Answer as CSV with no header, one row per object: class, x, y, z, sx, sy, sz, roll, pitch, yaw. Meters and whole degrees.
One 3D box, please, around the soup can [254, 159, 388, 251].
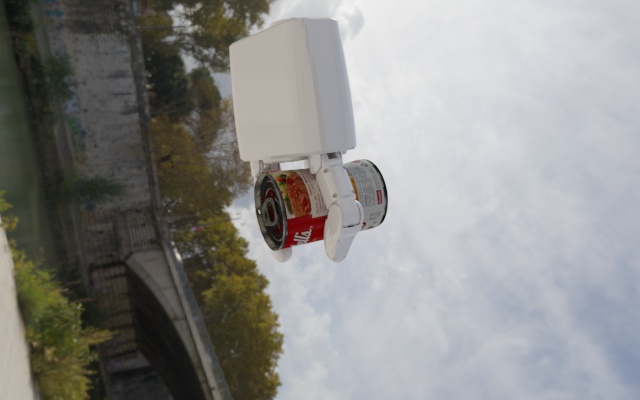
soup can,0.000,0.002,0.426,0.102,0.068,0.068,-10,4,-26
